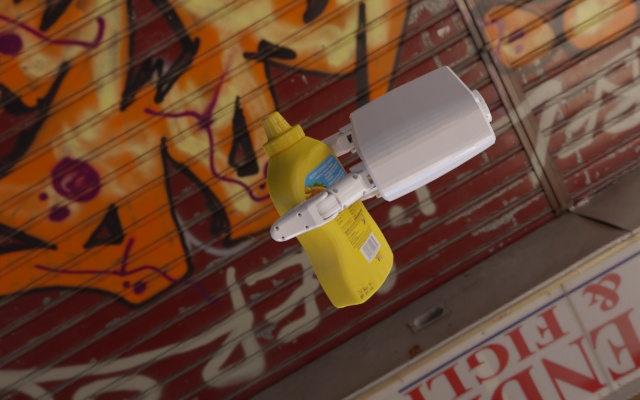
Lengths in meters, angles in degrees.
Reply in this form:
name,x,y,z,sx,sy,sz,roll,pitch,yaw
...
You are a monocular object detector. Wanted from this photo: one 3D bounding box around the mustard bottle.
name,x,y,z,sx,sy,sz,roll,pitch,yaw
mustard bottle,0.000,0.002,0.464,0.058,0.192,0.096,-21,16,37
